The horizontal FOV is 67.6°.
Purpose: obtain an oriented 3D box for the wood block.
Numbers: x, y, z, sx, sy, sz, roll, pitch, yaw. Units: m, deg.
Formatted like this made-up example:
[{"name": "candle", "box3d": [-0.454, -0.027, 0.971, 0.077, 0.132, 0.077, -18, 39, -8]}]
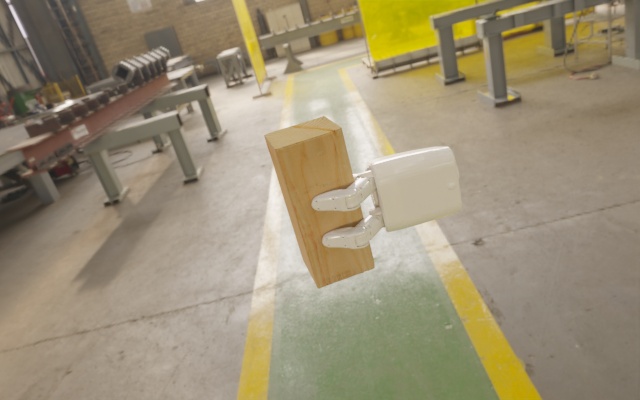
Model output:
[{"name": "wood block", "box3d": [0.000, 0.002, 0.656, 0.090, 0.206, 0.090, -19, 23, -8]}]
